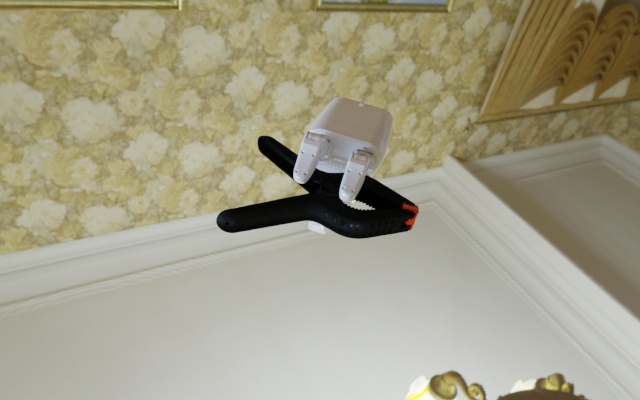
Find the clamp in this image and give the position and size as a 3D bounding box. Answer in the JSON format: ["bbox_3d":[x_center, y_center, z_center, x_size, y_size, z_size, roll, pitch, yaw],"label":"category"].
[{"bbox_3d":[0.001,0.002,0.525,0.210,0.036,0.164,18,41,7],"label":"clamp"}]
